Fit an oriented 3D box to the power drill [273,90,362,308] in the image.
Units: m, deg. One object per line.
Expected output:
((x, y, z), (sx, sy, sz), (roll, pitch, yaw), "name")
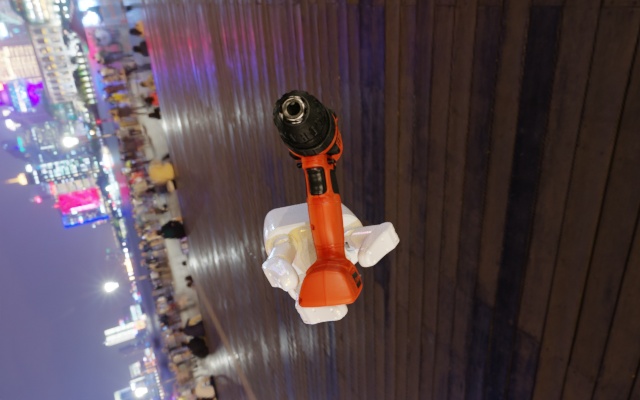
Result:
((0.000, 0.002, 0.454), (0.057, 0.187, 0.184), (-6, -4, 9), "power drill")
